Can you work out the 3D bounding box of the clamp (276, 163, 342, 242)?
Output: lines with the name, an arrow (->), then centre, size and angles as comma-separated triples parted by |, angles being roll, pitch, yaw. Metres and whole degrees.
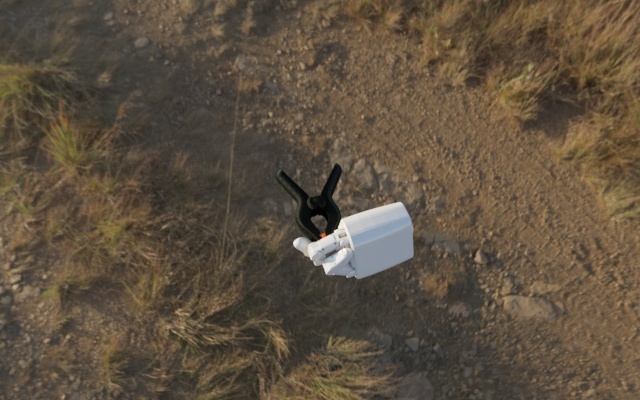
clamp -> 0.000, 0.003, 0.838 | 0.120, 0.171, 0.039 | -18, -28, -7
